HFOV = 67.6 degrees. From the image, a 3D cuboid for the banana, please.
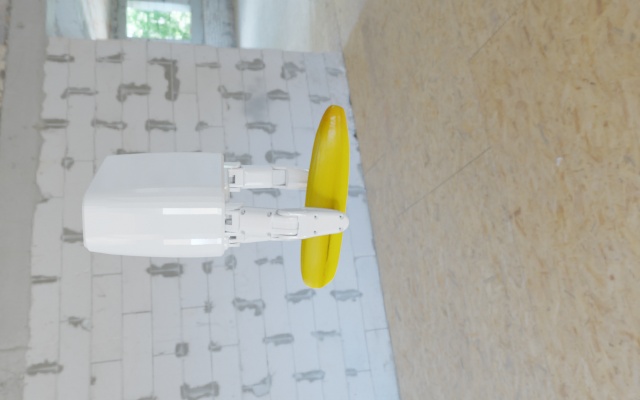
[{"bbox_3d":[0.001,0.015,0.439,0.037,0.198,0.069,2,34,-7],"label":"banana"}]
